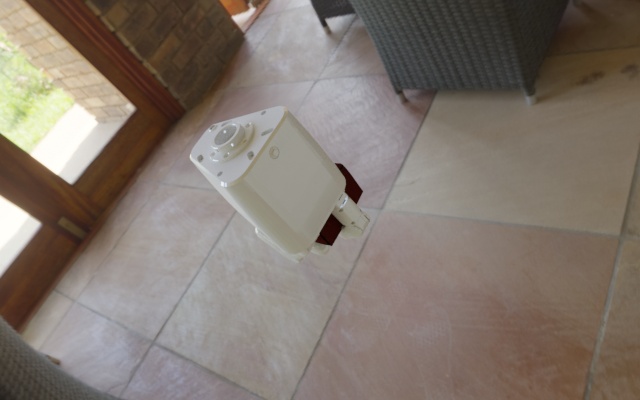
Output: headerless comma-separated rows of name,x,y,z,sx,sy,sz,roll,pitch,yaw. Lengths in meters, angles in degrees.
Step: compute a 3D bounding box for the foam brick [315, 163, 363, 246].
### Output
foam brick,0.000,0.002,0.525,0.053,0.078,0.051,9,-30,43
